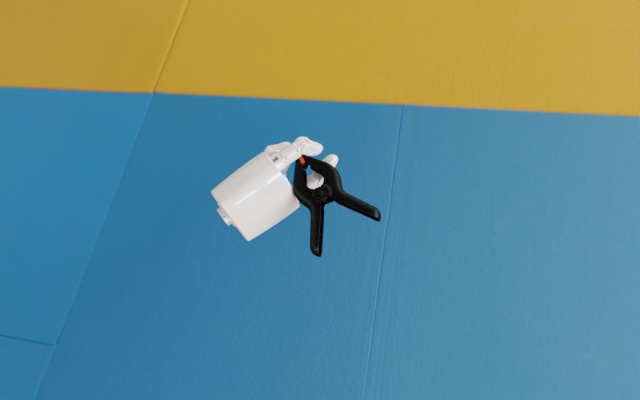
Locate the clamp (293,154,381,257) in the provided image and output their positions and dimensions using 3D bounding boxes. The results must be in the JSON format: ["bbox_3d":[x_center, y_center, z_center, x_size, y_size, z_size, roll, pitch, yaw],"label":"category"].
[{"bbox_3d":[0.000,0.002,0.757,0.120,0.171,0.039,-37,-25,-8],"label":"clamp"}]
